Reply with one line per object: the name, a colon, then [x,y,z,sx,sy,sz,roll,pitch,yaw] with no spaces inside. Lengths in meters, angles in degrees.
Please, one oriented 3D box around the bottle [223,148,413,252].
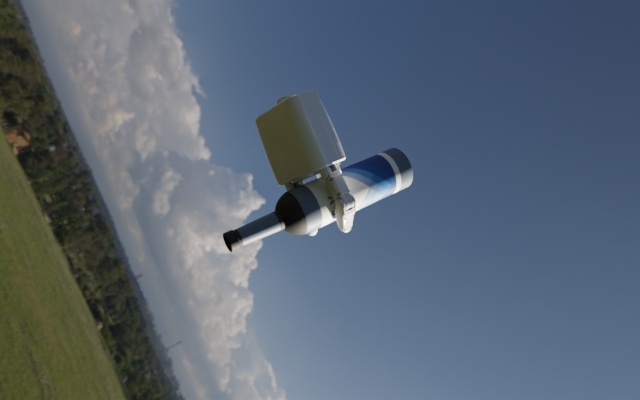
bottle: [0.000,0.002,0.687,0.295,0.069,0.069,-24,10,-24]
